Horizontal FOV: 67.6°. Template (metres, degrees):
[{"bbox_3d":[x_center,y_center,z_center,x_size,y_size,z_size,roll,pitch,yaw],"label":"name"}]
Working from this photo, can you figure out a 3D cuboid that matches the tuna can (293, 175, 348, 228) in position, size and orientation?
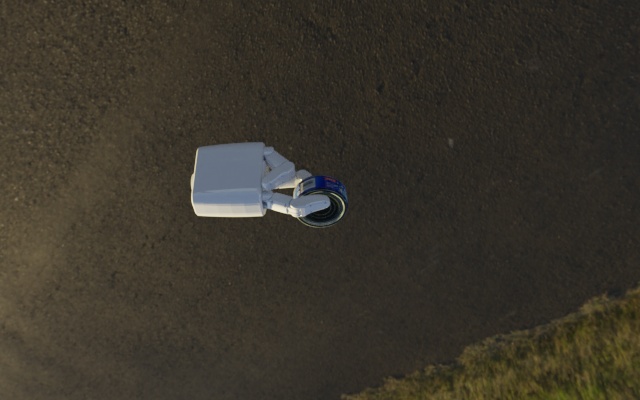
[{"bbox_3d":[0.000,0.003,0.751,0.086,0.086,0.033,0,43,-3],"label":"tuna can"}]
